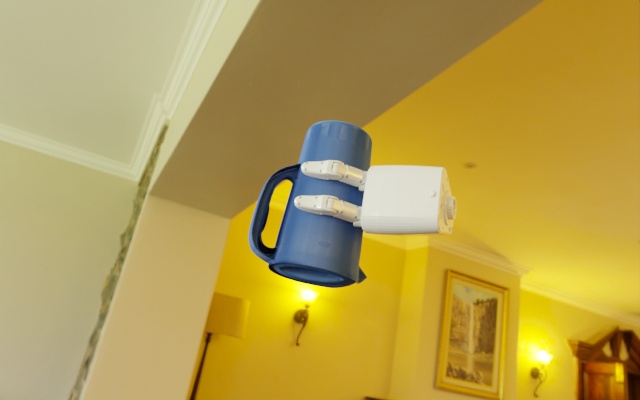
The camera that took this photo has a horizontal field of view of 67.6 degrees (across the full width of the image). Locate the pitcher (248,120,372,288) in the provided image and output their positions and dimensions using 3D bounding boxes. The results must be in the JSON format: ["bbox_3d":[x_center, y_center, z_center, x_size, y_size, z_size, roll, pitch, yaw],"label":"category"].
[{"bbox_3d":[0.000,0.002,0.725,0.145,0.242,0.149,1,-23,26],"label":"pitcher"}]
